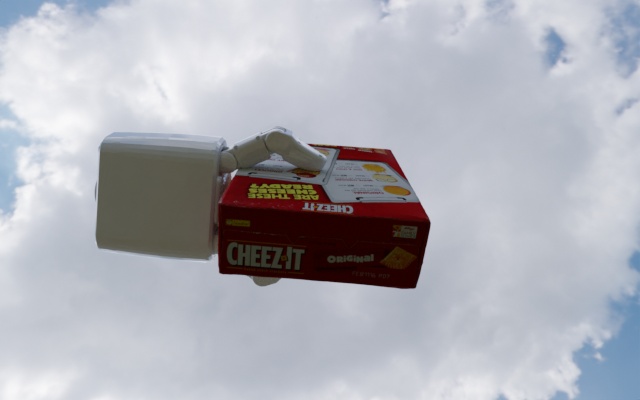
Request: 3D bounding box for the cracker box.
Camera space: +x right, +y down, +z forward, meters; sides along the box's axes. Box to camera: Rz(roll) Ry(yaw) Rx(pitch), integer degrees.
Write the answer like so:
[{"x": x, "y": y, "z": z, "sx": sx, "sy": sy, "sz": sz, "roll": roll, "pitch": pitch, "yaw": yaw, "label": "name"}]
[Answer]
[{"x": 0.000, "y": 0.001, "z": 0.468, "sx": 0.164, "sy": 0.072, "sz": 0.213, "roll": 4, "pitch": 21, "yaw": -2, "label": "cracker box"}]
